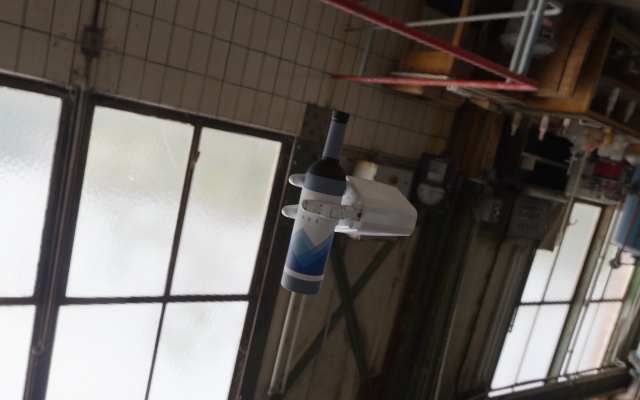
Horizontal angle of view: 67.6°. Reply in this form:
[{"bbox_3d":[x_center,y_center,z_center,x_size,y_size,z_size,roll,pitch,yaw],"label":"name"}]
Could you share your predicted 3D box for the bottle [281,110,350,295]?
[{"bbox_3d":[0.000,0.003,0.772,0.069,0.296,0.069,13,9,-2],"label":"bottle"}]
